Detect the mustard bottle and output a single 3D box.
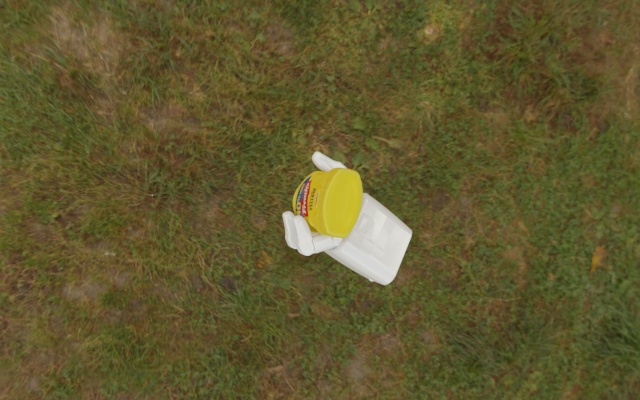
[{"bbox_3d":[0.000,0.002,0.733,0.058,0.096,0.191,10,-3,-19],"label":"mustard bottle"}]
